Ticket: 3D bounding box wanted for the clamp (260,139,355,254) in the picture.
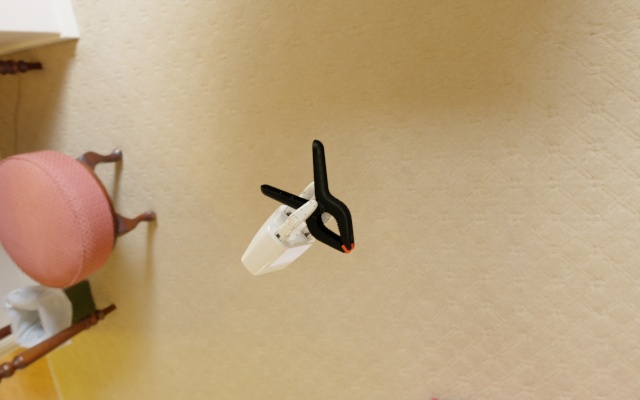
[{"bbox_3d":[0.000,0.004,0.882,0.165,0.210,0.036,-45,-6,32],"label":"clamp"}]
